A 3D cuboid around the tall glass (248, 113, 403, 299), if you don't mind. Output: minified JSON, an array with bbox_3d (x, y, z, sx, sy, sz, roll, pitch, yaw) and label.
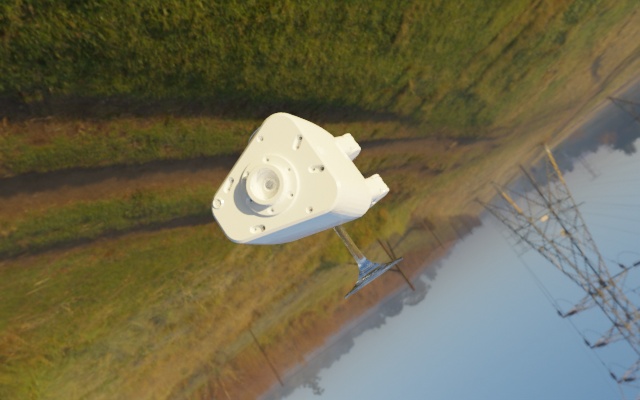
[{"bbox_3d":[0.000,0.002,0.519,0.079,0.201,0.079,-33,-12,-8],"label":"tall glass"}]
